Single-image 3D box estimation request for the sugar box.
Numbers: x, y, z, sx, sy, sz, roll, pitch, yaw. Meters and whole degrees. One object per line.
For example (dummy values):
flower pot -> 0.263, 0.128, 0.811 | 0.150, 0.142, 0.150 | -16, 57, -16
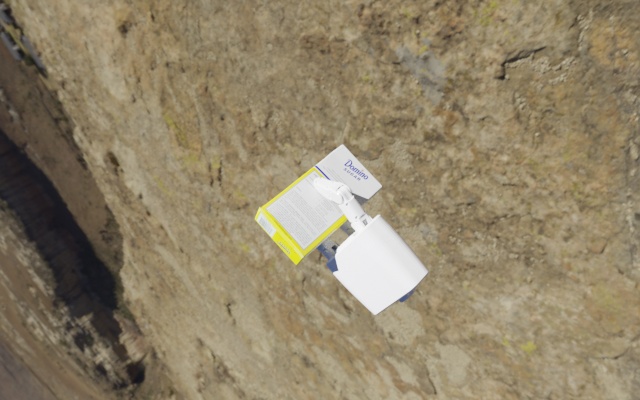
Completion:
sugar box -> 0.000, 0.003, 0.703 | 0.176, 0.093, 0.048 | -39, -7, -31
